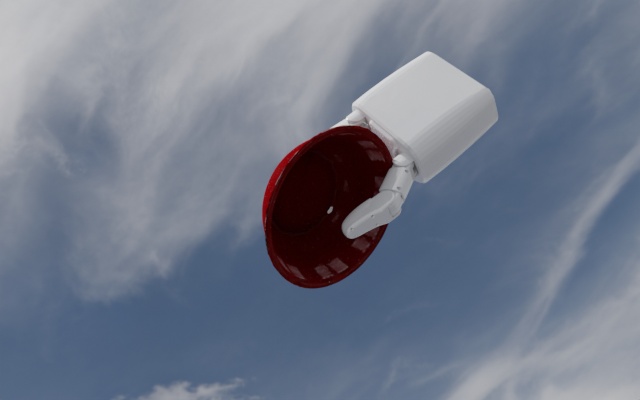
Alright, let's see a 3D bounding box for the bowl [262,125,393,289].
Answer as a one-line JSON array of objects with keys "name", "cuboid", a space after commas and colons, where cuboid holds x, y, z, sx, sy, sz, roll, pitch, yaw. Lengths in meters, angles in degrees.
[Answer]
[{"name": "bowl", "cuboid": [-0.001, 0.002, 0.467, 0.162, 0.162, 0.055, 0, 18, -42]}]
